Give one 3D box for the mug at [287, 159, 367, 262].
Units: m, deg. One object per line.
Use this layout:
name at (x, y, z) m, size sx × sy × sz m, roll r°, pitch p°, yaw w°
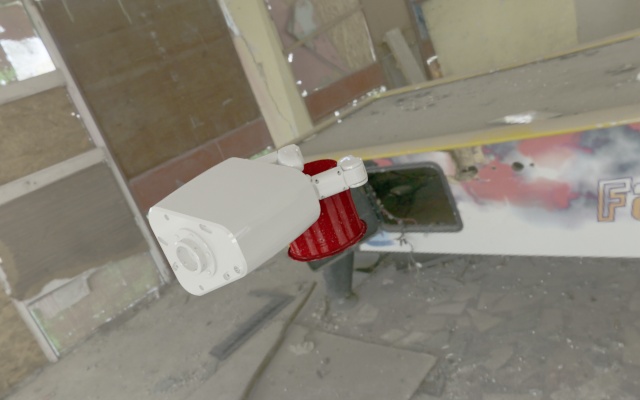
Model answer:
mug at (0.001, 0.001, 0.522) m, size 0.093 × 0.081 × 0.117 m, roll -7°, pitch 22°, yaw 37°
